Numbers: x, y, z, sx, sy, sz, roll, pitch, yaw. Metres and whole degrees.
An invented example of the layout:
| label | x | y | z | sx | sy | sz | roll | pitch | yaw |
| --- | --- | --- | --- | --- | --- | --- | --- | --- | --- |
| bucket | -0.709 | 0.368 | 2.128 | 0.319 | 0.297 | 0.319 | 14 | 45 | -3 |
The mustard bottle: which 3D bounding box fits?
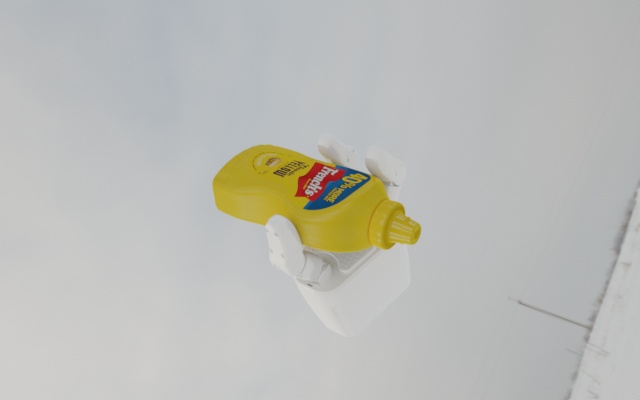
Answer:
| label | x | y | z | sx | sy | sz | roll | pitch | yaw |
| --- | --- | --- | --- | --- | --- | --- | --- | --- | --- |
| mustard bottle | 0.000 | 0.001 | 0.429 | 0.191 | 0.058 | 0.096 | 20 | 36 | 32 |
